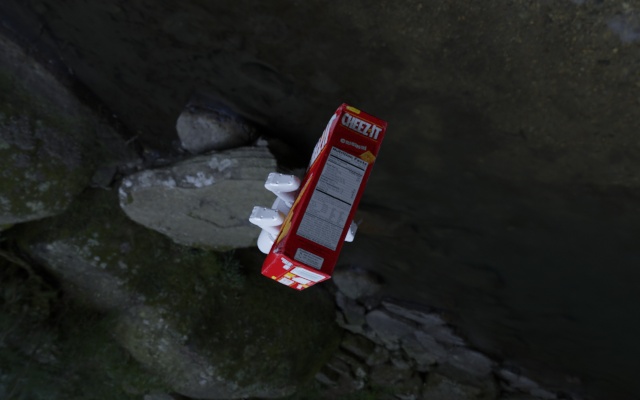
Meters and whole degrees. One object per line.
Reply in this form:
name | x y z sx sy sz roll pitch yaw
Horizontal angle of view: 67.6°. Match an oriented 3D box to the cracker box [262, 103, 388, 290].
cracker box | 0.000 0.002 0.633 0.072 0.213 0.164 24 -20 -7
